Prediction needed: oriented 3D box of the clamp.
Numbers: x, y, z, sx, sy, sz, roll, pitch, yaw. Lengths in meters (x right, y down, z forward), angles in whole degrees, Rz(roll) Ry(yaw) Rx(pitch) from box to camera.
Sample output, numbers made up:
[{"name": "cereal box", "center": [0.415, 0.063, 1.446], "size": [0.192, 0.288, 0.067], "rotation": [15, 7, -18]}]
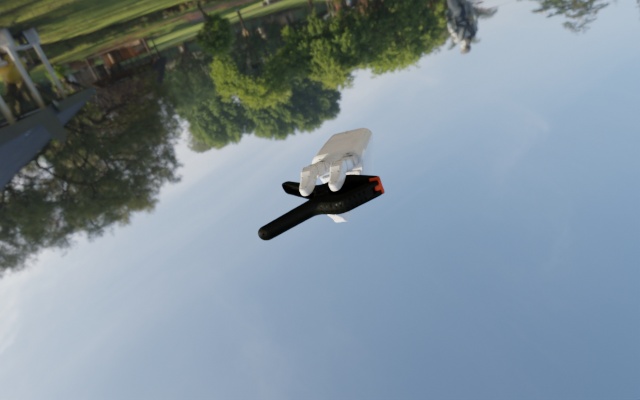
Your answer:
[{"name": "clamp", "center": [0.001, 0.003, 0.794], "size": [0.210, 0.036, 0.164], "rotation": [-9, 31, 26]}]
